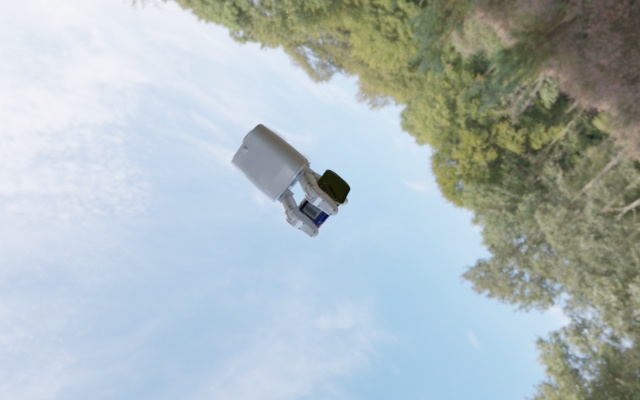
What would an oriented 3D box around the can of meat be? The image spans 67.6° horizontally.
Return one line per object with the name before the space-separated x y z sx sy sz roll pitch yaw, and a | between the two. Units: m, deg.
can of meat | 0.000 0.003 0.840 0.057 0.084 0.102 40 24 -3
